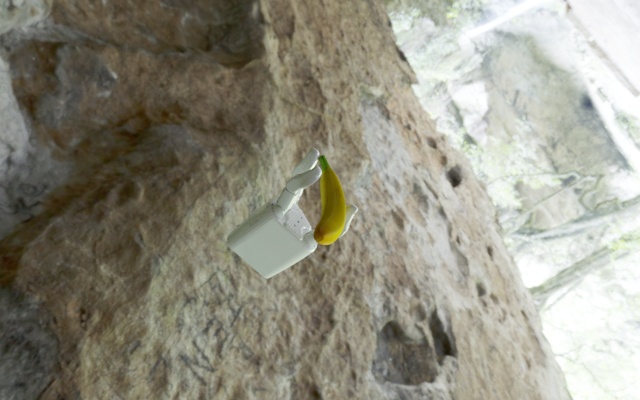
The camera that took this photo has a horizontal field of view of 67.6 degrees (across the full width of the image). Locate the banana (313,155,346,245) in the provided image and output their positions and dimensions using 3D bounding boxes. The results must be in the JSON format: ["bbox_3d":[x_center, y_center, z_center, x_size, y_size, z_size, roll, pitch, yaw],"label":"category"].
[{"bbox_3d":[0.012,0.012,0.727,0.037,0.070,0.197,-32,32,22],"label":"banana"}]
